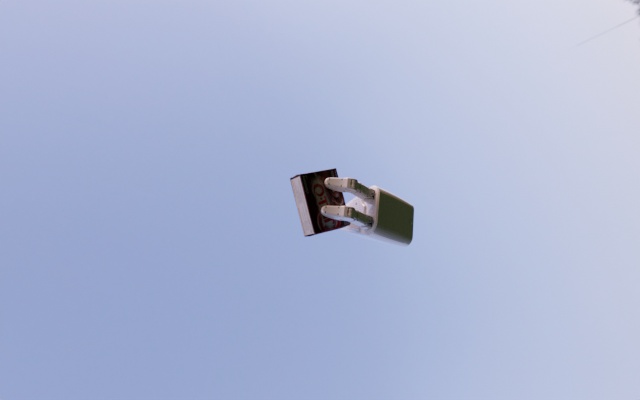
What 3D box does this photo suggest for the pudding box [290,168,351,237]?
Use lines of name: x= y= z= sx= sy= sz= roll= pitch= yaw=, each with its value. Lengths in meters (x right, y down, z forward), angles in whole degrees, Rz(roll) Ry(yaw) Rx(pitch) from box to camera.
pudding box: x=0.000 y=0.003 z=0.874 sx=0.090 sy=0.113 sz=0.039 roll=-13 pitch=-5 yaw=-41
